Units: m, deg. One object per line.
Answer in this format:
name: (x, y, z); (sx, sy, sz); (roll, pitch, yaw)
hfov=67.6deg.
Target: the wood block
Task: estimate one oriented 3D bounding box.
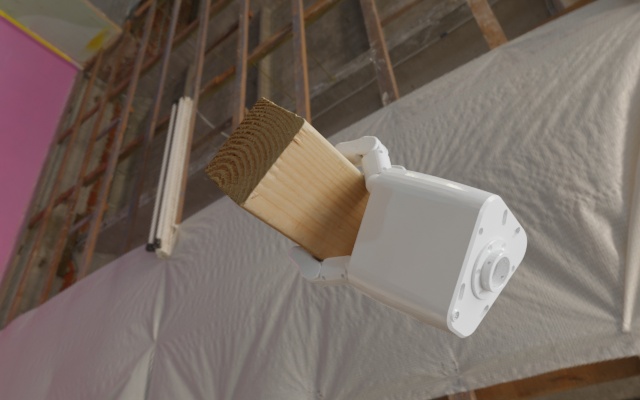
wood block: (0.000, 0.002, 0.483); (0.206, 0.091, 0.090); (39, -1, -41)
